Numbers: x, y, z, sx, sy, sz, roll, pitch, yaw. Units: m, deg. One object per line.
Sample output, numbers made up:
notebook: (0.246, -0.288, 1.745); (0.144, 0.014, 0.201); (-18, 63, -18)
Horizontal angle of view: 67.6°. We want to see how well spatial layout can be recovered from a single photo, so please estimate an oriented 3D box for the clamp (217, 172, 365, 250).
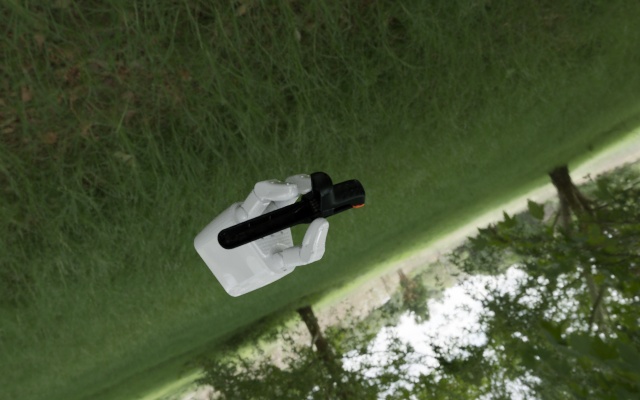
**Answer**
clamp: (0.001, 0.003, 0.574); (0.164, 0.036, 0.210); (-30, -11, 40)
